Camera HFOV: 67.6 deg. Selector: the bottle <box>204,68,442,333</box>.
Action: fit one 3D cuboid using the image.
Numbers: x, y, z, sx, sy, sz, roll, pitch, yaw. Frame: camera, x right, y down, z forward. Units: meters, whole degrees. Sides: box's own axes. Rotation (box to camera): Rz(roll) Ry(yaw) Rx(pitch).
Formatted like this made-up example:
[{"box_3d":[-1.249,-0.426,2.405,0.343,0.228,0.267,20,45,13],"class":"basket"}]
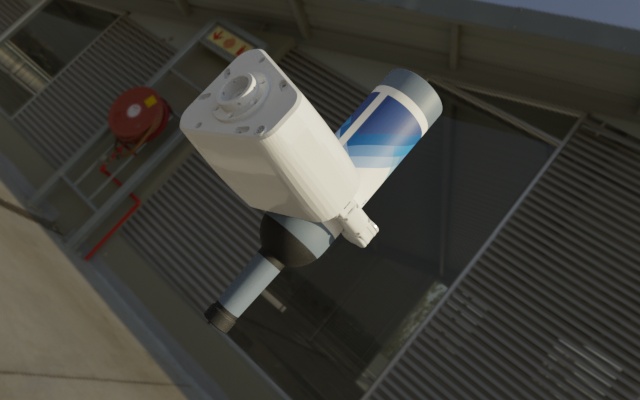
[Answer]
[{"box_3d":[0.000,0.001,0.454,0.069,0.295,0.069,40,-10,8],"class":"bottle"}]
